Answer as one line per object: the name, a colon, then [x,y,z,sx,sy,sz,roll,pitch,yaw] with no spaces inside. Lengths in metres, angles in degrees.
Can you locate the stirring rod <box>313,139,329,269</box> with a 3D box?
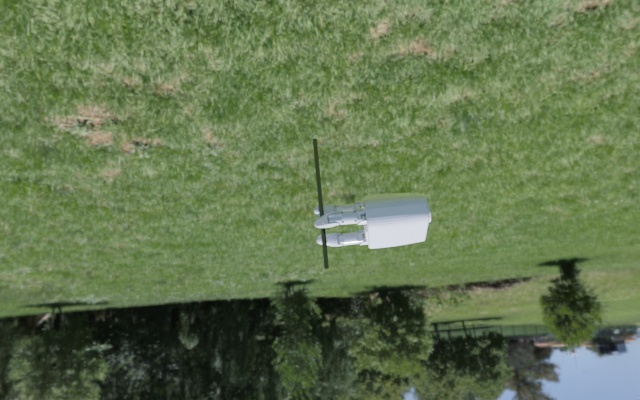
stirring rod: [0.000,0.003,0.865,0.011,0.239,0.011,-5,-12,-1]
